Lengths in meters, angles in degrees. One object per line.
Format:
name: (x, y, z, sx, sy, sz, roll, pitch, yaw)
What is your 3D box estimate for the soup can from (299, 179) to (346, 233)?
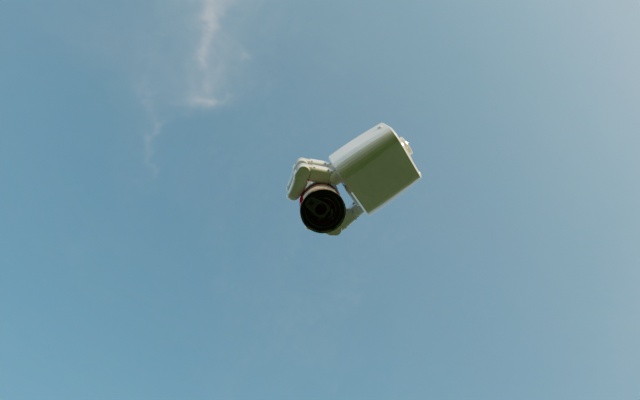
soup can: (0.000, 0.003, 0.744, 0.068, 0.068, 0.102, 0, 16, -4)
